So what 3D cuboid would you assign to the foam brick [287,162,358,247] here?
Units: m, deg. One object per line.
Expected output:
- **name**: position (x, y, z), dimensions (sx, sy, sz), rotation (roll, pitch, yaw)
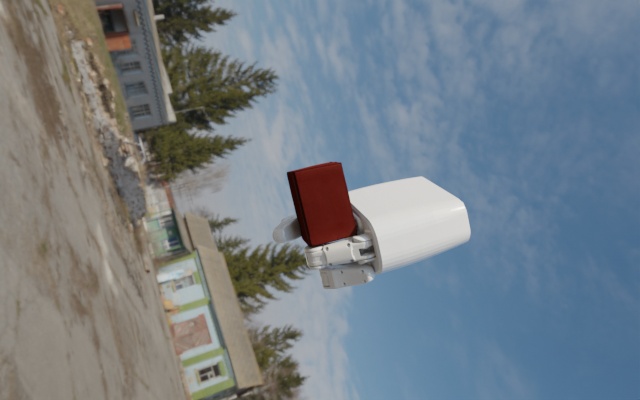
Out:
- **foam brick**: position (0.000, 0.001, 0.494), dimensions (0.051, 0.078, 0.053), rotation (-14, 8, -9)
